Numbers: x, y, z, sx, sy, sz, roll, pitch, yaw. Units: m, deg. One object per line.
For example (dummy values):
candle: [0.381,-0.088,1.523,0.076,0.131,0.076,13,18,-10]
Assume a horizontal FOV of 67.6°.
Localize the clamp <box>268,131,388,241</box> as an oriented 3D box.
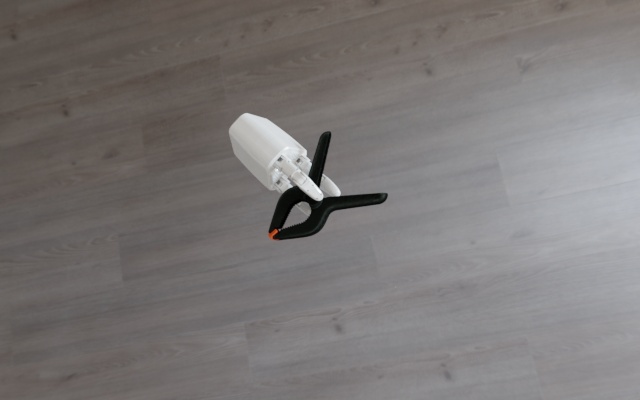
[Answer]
clamp: [-0.001,0.003,0.827,0.164,0.210,0.036,42,-2,17]
